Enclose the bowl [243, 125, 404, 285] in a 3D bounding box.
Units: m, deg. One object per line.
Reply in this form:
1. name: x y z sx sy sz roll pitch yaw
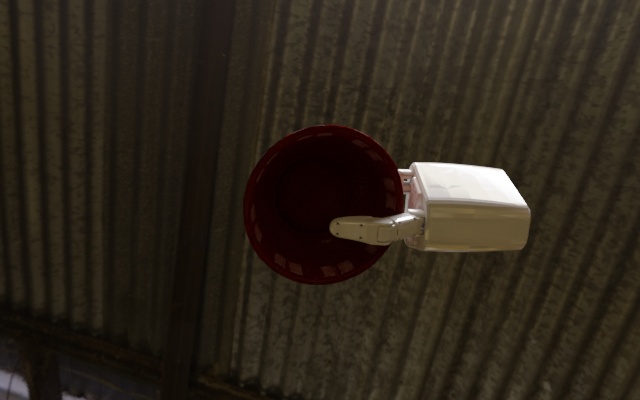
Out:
1. bowl: -0.001 0.001 0.488 0.162 0.162 0.055 0 15 -14
